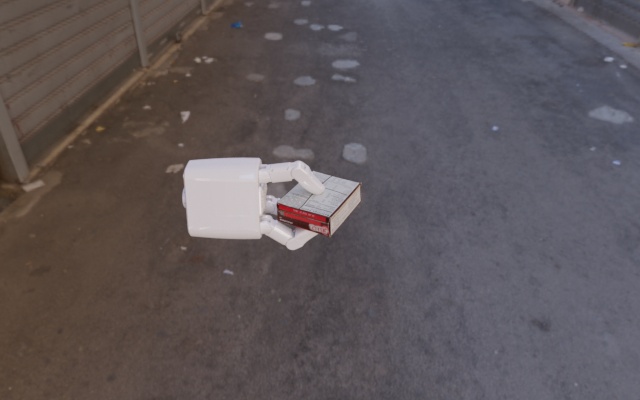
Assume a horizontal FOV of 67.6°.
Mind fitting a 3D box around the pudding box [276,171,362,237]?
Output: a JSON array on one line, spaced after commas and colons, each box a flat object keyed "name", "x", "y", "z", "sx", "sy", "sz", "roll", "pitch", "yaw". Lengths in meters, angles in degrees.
[{"name": "pudding box", "x": 0.000, "y": 0.002, "z": 0.717, "sx": 0.090, "sy": 0.039, "sz": 0.113, "roll": 16, "pitch": 38, "yaw": 23}]
